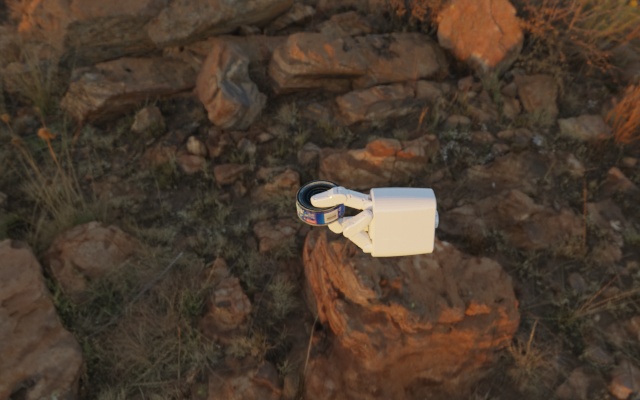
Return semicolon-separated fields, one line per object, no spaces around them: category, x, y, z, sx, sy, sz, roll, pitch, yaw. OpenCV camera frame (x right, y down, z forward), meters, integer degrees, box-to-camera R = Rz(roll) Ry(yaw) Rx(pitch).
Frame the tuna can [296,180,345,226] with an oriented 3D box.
tuna can;0.000;0.002;0.832;0.086;0.034;0.086;-3;42;3
